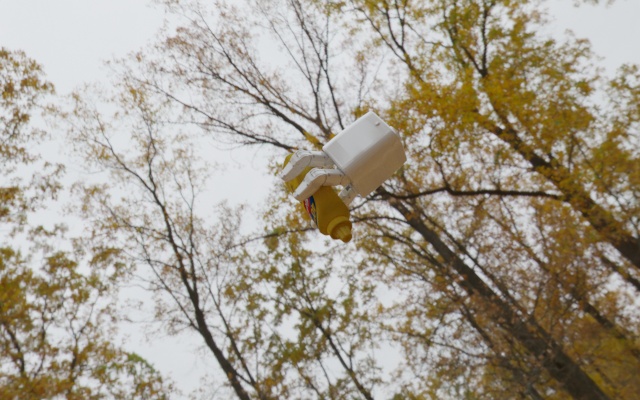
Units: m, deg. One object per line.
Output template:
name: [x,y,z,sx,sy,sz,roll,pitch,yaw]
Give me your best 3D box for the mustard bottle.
mustard bottle: [0.000,0.003,0.804,0.058,0.096,0.191,-23,46,-16]
